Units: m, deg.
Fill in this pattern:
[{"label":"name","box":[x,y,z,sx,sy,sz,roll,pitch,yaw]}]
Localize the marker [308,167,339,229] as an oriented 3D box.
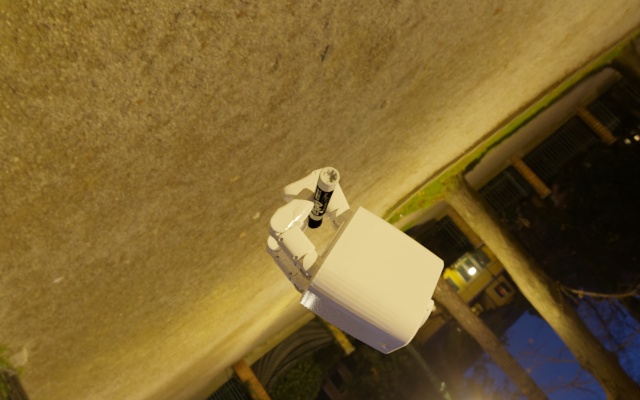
[{"label":"marker","box":[0.000,0.002,0.487,0.020,0.020,0.121,0,-24,-9]}]
